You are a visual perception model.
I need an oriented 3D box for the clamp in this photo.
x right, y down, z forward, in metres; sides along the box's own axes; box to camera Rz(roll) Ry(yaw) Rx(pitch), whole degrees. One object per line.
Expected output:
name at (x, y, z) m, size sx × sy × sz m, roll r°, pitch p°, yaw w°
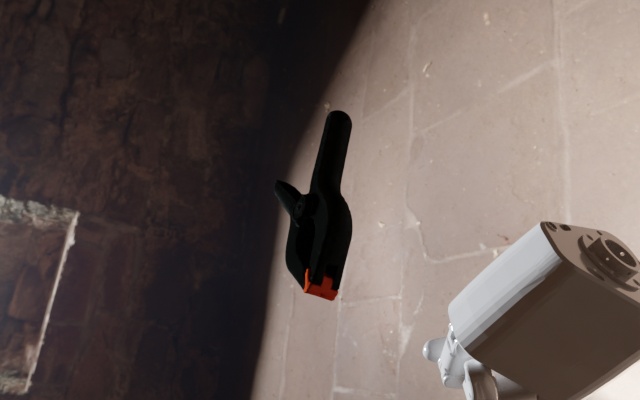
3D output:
clamp at (-0.001, 0.001, 0.418) m, size 0.039 × 0.120 × 0.171 m, roll 13°, pitch 37°, yaw -25°
